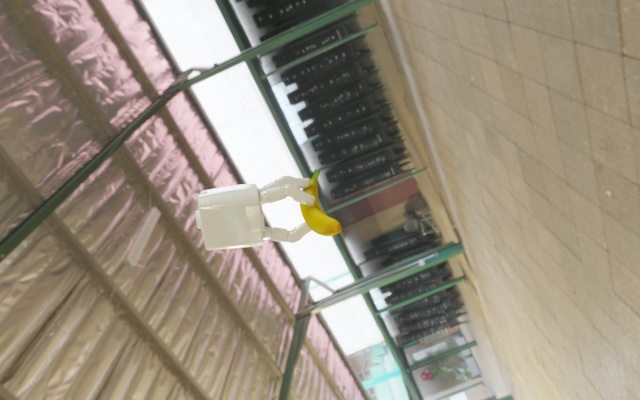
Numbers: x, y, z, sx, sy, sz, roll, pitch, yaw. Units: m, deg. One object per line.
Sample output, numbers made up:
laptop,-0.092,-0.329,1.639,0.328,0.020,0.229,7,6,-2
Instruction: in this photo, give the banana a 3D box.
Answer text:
banana,-0.007,0.016,0.874,0.037,0.070,0.197,12,30,-23
